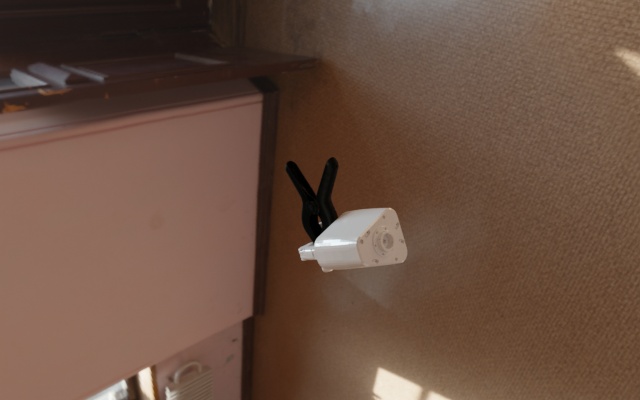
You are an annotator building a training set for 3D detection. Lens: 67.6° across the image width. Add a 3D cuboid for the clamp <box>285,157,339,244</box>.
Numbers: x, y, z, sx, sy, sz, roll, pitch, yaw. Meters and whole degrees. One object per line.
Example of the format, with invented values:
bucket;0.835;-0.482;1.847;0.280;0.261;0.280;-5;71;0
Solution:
clamp;0.000;0.003;0.841;0.039;0.171;0.120;-21;6;-38
